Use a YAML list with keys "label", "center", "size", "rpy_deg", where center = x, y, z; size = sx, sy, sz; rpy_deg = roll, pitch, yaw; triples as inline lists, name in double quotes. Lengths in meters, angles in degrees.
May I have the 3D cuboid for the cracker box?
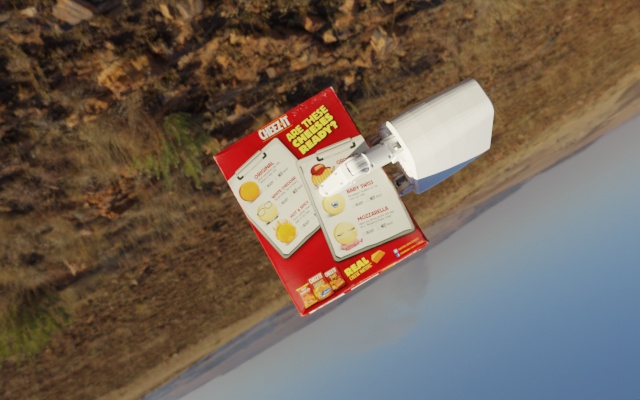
- label: "cracker box"
  center: [0.000, 0.002, 0.567]
  size: [0.164, 0.213, 0.072]
  rpy_deg: [-31, -11, 0]
